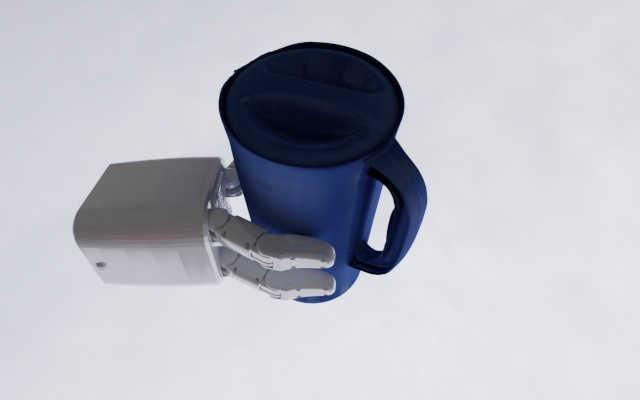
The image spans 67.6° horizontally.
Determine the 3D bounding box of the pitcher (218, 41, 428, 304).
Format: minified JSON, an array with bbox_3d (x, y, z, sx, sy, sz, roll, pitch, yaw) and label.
[{"bbox_3d":[0.000,0.001,0.426,0.145,0.149,0.243,-1,-37,-1],"label":"pitcher"}]
